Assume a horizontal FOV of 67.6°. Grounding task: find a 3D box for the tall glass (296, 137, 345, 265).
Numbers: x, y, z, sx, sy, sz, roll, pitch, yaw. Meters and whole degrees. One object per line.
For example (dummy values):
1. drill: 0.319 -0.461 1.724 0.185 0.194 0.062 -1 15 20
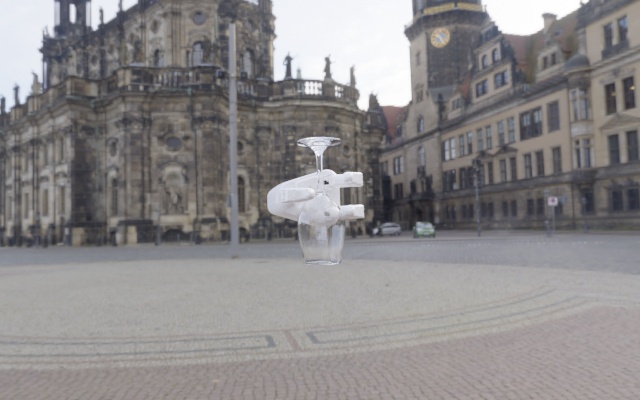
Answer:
1. tall glass: 0.000 0.002 0.780 0.079 0.201 0.079 -2 -3 0
